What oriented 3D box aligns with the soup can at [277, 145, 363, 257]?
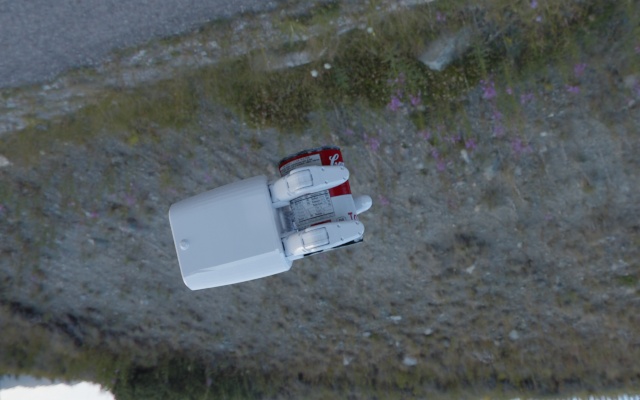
[{"bbox_3d":[0.001,0.002,0.497,0.068,0.102,0.068,-14,-6,-1],"label":"soup can"}]
